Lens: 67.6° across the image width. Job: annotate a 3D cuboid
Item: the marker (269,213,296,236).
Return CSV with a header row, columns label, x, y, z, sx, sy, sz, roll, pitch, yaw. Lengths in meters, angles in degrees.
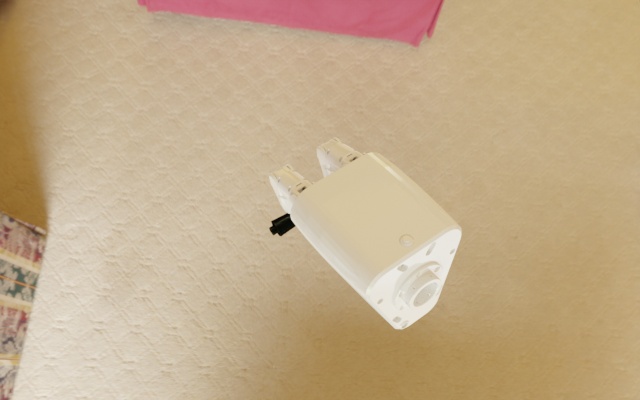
label,x,y,z,sx,sy,sz,roll,pitch,yaw
marker,0.000,0.002,0.499,0.121,0.020,0.020,-31,9,-15
